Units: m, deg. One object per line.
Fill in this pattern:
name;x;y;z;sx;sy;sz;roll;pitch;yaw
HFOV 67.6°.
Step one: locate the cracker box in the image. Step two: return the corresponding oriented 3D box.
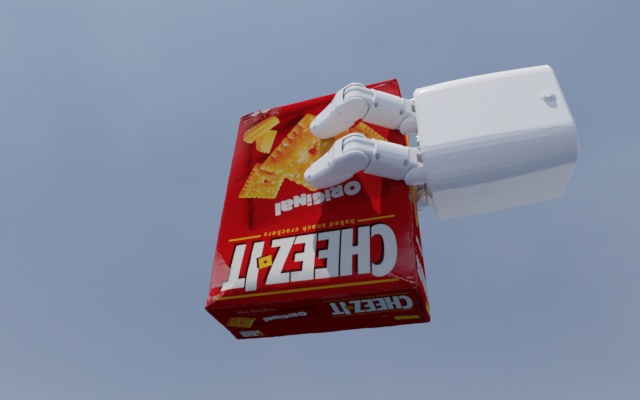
cracker box;0.000;0.001;0.419;0.164;0.213;0.072;-10;-39;15
